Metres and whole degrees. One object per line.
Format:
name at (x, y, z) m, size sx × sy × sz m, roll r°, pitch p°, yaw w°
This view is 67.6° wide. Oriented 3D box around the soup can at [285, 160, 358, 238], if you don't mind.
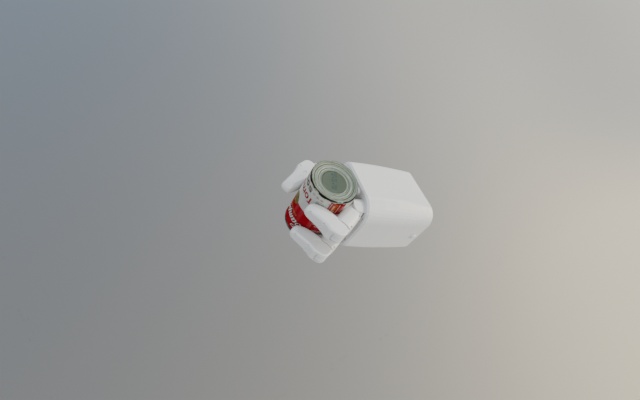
soup can at (0.000, 0.002, 0.641) m, size 0.068 × 0.068 × 0.102 m, roll 0°, pitch -32°, yaw -26°
